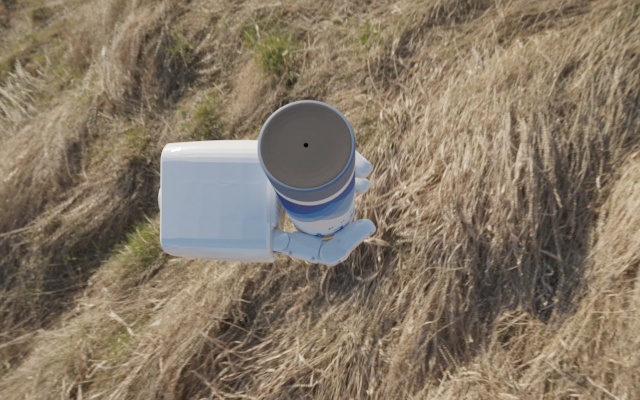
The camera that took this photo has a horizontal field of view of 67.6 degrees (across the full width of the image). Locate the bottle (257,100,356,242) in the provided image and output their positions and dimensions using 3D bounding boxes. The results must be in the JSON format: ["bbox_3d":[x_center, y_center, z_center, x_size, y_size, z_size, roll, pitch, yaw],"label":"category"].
[{"bbox_3d":[0.000,0.001,0.460,0.069,0.069,0.296,0,-15,4],"label":"bottle"}]
